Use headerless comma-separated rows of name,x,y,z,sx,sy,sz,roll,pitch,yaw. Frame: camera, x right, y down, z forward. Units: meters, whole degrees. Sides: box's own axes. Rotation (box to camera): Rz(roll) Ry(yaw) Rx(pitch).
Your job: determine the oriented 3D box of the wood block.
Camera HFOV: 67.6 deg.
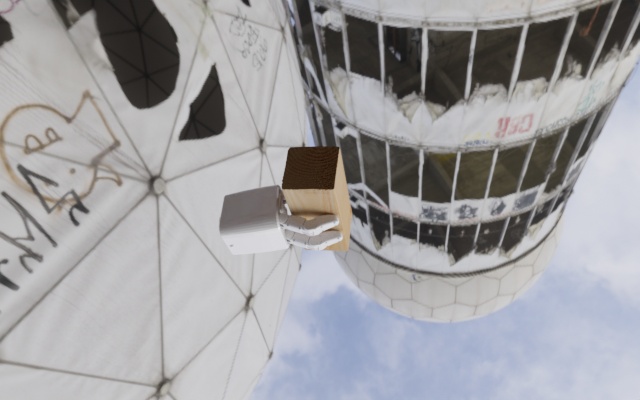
wood block,0.000,0.003,0.862,0.090,0.090,0.206,0,-33,11
